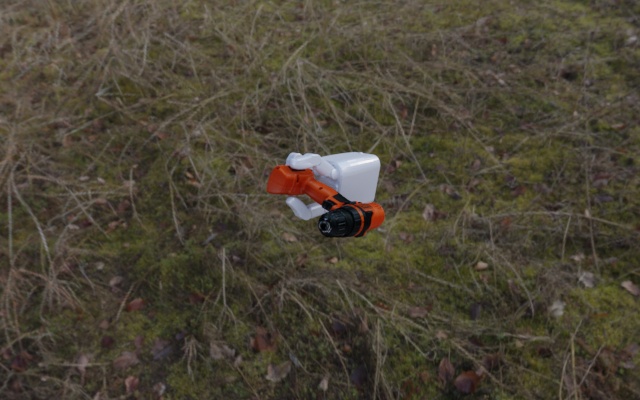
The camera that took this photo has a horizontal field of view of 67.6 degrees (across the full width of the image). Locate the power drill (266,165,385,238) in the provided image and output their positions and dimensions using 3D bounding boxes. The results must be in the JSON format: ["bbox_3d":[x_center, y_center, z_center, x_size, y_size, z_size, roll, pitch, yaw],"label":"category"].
[{"bbox_3d":[0.000,0.002,0.816,0.187,0.057,0.184,32,17,26],"label":"power drill"}]
